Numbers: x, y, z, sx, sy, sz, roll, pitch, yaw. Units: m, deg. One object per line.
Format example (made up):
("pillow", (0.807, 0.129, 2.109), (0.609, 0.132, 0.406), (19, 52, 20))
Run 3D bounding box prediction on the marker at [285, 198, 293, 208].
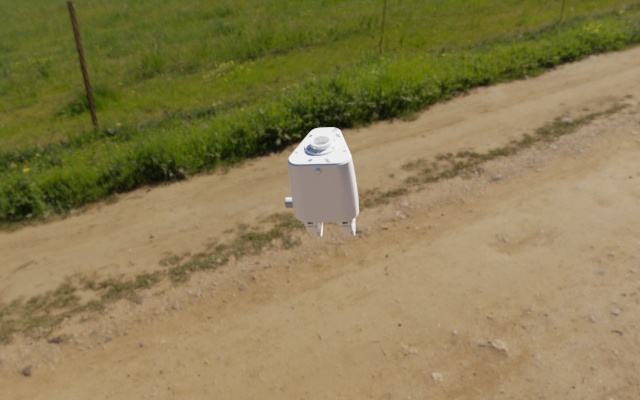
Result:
("marker", (0.000, 0.003, 0.815), (0.121, 0.020, 0.020), (-1, 0, 9))
